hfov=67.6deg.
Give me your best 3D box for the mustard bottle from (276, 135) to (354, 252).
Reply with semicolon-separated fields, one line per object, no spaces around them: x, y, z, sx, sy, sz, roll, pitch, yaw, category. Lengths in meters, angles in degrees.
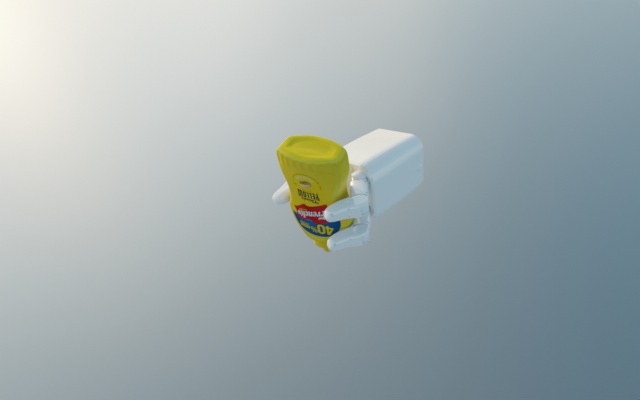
0.000;0.002;0.674;0.096;0.192;0.058;14;47;26;mustard bottle
